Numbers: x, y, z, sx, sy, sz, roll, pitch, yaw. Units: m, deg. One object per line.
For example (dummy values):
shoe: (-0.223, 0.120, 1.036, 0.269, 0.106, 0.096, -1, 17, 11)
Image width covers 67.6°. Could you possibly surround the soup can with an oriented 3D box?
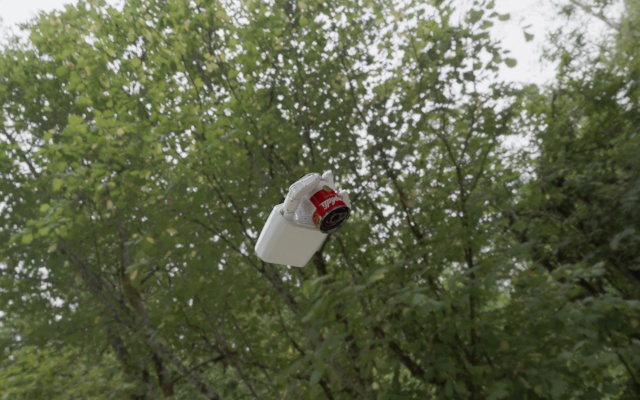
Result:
soup can: (0.000, 0.002, 0.889, 0.068, 0.068, 0.102, 0, 41, -44)
